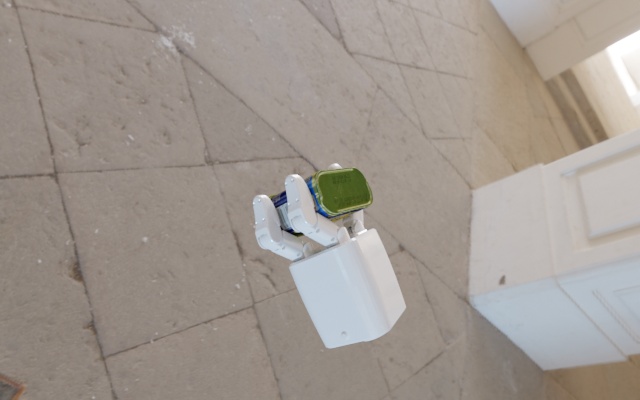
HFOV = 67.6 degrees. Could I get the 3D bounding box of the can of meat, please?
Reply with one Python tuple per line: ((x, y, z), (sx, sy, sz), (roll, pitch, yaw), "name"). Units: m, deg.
((0.000, 0.002, 0.561), (0.084, 0.057, 0.102), (-27, -9, 39), "can of meat")
